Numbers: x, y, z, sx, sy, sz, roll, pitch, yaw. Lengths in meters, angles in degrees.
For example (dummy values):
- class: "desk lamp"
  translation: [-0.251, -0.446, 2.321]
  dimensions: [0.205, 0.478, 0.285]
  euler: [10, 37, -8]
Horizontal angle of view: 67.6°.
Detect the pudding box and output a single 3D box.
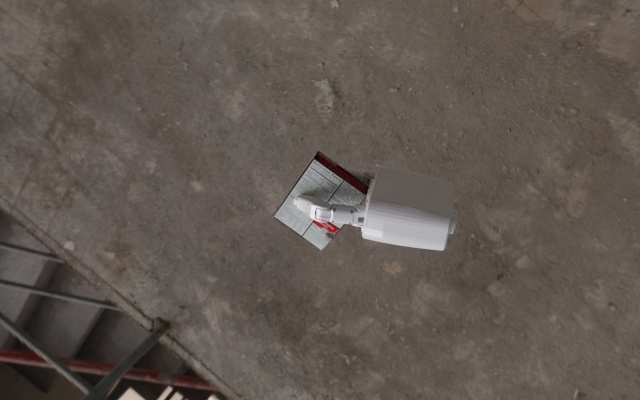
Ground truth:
- class: "pudding box"
  translation: [0.000, 0.002, 0.661]
  dimensions: [0.090, 0.113, 0.039]
  euler: [36, 22, -2]
